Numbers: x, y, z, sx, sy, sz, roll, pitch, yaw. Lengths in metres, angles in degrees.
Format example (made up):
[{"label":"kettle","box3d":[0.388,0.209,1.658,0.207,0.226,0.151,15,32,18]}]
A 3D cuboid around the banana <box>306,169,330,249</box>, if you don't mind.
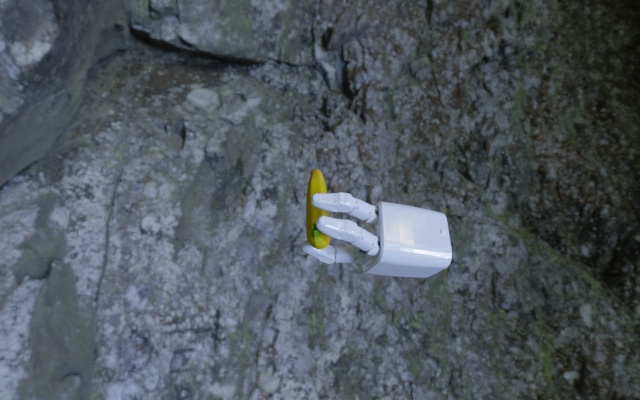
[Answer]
[{"label":"banana","box3d":[-0.003,0.020,0.743,0.037,0.070,0.197,6,27,-6]}]
